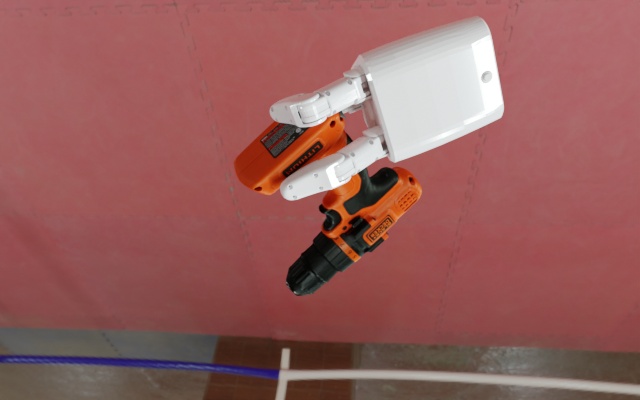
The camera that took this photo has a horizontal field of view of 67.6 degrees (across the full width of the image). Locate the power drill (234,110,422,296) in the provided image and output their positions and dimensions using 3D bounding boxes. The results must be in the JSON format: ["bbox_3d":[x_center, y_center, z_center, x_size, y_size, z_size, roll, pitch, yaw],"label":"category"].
[{"bbox_3d":[0.000,0.001,0.479,0.057,0.184,0.188,46,0,44],"label":"power drill"}]
